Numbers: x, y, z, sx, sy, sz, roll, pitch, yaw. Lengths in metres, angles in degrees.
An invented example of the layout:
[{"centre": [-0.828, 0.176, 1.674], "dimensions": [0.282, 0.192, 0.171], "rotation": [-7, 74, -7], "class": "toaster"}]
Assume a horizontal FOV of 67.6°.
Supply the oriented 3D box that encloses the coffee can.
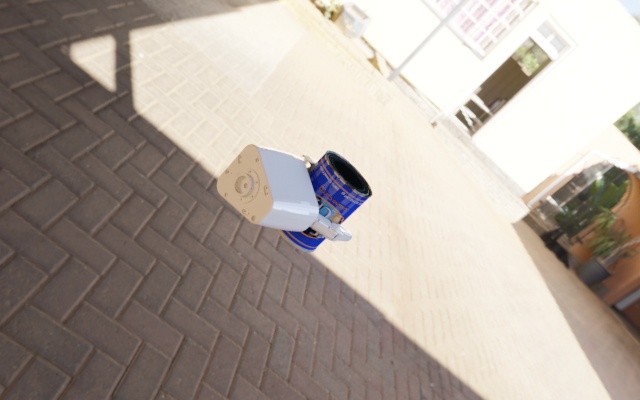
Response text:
[{"centre": [0.000, 0.003, 0.783], "dimensions": [0.140, 0.102, 0.103], "rotation": [-45, -19, 20], "class": "coffee can"}]
